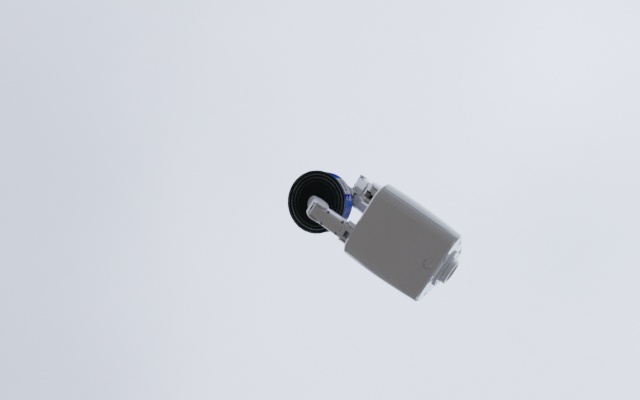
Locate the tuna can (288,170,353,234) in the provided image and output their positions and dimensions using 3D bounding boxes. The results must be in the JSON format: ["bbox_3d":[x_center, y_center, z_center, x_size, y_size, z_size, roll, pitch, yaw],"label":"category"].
[{"bbox_3d":[0.000,0.002,0.657,0.086,0.086,0.034,0,0,25],"label":"tuna can"}]
